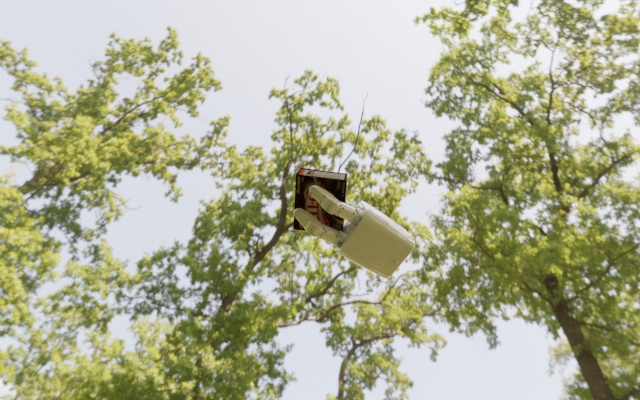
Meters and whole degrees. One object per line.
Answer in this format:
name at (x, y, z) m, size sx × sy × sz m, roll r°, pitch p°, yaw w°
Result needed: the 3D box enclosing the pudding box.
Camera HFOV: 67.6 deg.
pudding box at (0.000, 0.003, 0.847) m, size 0.090 × 0.113 × 0.039 m, roll 7°, pitch 25°, yaw 6°
